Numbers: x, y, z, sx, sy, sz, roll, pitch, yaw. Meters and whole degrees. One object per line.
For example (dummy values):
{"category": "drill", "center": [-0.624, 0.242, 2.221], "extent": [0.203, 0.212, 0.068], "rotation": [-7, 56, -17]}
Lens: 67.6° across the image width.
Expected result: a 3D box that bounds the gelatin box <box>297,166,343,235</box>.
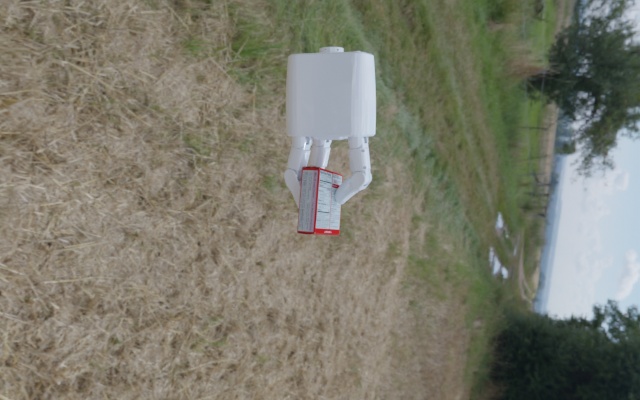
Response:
{"category": "gelatin box", "center": [0.000, 0.002, 0.648], "extent": [0.030, 0.089, 0.073], "rotation": [2, -4, 28]}
